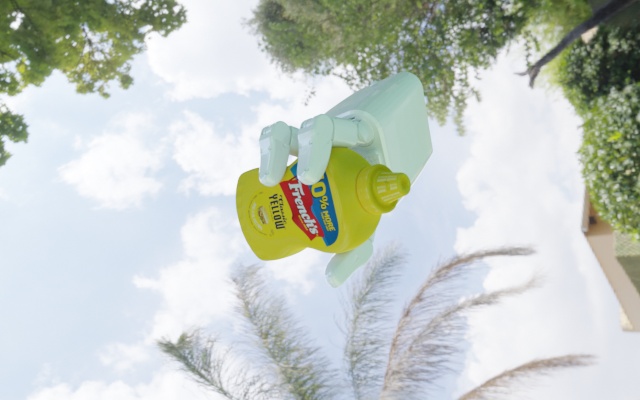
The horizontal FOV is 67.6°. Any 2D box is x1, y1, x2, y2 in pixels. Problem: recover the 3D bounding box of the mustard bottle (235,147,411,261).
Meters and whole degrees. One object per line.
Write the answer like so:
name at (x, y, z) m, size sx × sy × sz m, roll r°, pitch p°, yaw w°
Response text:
mustard bottle at (0.000, 0.002, 0.438) m, size 0.191 × 0.096 × 0.058 m, roll -12°, pitch 0°, yaw 45°
